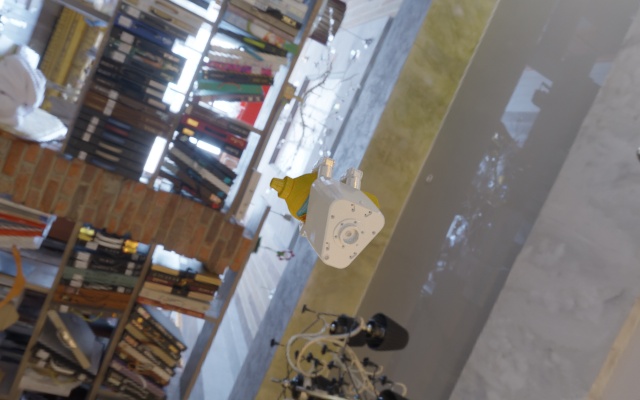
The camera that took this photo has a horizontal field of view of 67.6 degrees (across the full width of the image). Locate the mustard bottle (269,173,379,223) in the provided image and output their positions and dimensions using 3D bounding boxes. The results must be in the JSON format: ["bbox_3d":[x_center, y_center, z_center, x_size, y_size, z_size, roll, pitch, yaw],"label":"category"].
[{"bbox_3d":[0.000,0.003,0.839,0.192,0.096,0.058,22,36,-20],"label":"mustard bottle"}]
